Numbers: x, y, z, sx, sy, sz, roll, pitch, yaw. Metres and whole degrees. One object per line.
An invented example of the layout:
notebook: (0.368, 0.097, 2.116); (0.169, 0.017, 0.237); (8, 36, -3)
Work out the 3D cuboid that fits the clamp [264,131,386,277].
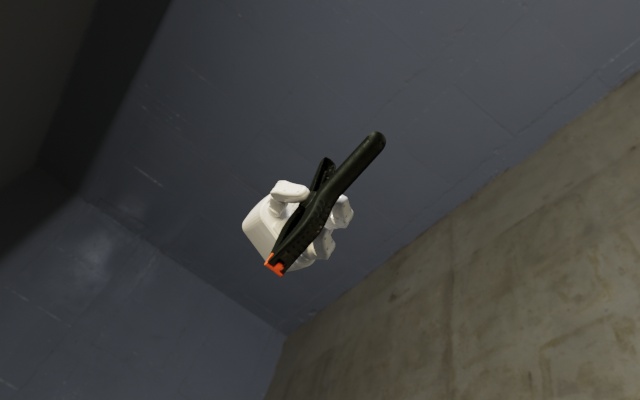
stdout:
clamp: (-0.001, 0.002, 0.614); (0.036, 0.210, 0.164); (38, -27, -13)
